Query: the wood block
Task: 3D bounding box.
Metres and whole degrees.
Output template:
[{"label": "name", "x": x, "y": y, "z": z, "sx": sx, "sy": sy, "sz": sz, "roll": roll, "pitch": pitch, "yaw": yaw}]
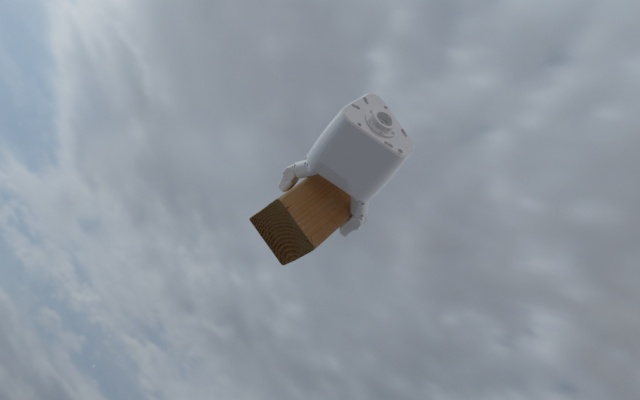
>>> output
[{"label": "wood block", "x": 0.001, "y": 0.003, "z": 0.761, "sx": 0.090, "sy": 0.091, "sz": 0.206, "roll": -32, "pitch": 4, "yaw": 46}]
